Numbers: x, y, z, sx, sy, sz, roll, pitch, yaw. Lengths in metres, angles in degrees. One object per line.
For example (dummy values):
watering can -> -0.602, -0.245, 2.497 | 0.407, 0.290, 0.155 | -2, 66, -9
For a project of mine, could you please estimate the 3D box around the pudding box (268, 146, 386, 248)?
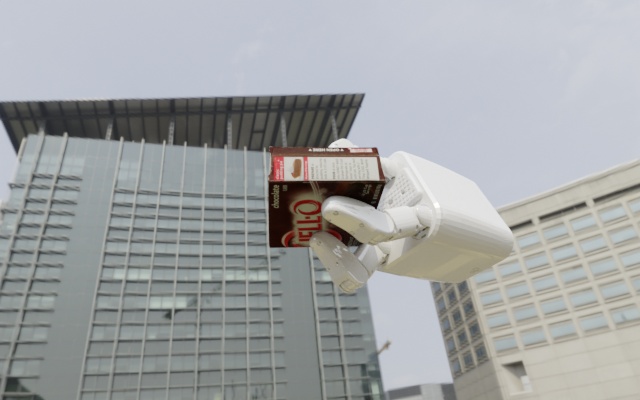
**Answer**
pudding box -> 0.000, 0.001, 0.407 | 0.090, 0.039, 0.114 | -1, -34, -6
